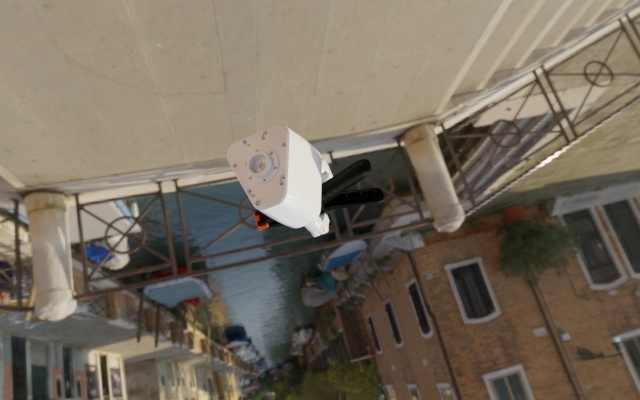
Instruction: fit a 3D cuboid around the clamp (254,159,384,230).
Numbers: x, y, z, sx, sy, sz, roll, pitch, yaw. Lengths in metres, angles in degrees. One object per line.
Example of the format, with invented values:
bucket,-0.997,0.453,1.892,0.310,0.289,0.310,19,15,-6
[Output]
clamp,0.000,0.003,0.748,0.210,0.036,0.164,-21,-20,16
